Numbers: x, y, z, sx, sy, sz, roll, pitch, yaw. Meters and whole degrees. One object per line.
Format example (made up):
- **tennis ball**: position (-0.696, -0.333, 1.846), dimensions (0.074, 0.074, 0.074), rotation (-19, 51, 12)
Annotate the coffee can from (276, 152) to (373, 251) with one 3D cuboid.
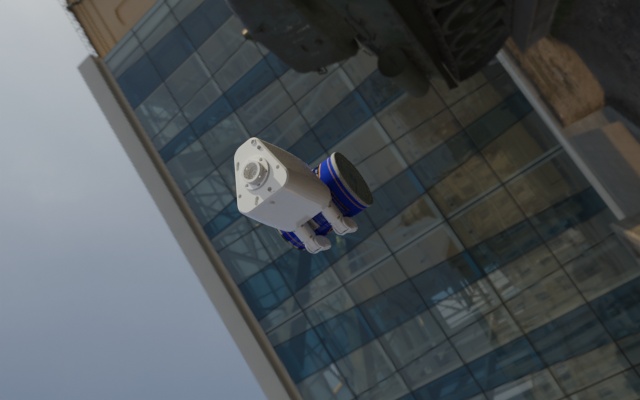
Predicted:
- **coffee can**: position (0.000, 0.002, 0.783), dimensions (0.140, 0.102, 0.103), rotation (-36, -13, 19)
